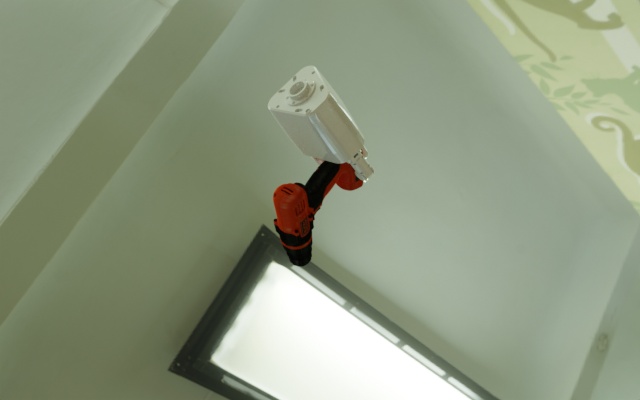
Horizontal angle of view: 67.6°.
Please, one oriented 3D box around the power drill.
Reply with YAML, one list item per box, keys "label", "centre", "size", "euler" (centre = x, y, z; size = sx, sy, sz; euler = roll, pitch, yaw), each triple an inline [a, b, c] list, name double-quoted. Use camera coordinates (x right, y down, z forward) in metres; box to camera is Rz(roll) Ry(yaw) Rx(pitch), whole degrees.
- label: "power drill"
  centre: [0.000, 0.002, 0.784]
  size: [0.057, 0.187, 0.185]
  euler: [26, -33, 24]
